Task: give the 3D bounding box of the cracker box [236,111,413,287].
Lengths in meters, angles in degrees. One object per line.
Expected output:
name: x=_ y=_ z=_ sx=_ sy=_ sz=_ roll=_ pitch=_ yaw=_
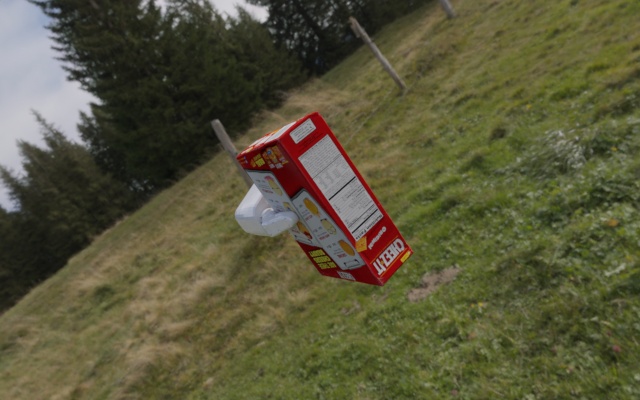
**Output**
cracker box: x=0.000 y=0.002 z=0.615 sx=0.072 sy=0.214 sz=0.164 roll=-41 pitch=15 yaw=-22
